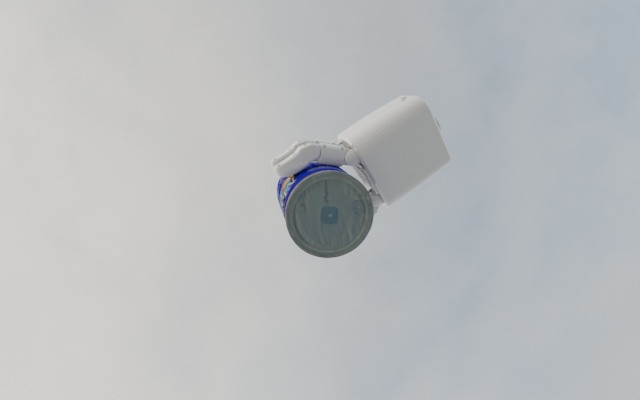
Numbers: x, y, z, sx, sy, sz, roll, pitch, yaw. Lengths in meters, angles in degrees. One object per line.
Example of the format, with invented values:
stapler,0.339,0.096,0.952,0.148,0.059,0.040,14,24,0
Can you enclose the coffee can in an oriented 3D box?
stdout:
coffee can,0.000,0.002,0.609,0.103,0.103,0.140,0,13,-10
